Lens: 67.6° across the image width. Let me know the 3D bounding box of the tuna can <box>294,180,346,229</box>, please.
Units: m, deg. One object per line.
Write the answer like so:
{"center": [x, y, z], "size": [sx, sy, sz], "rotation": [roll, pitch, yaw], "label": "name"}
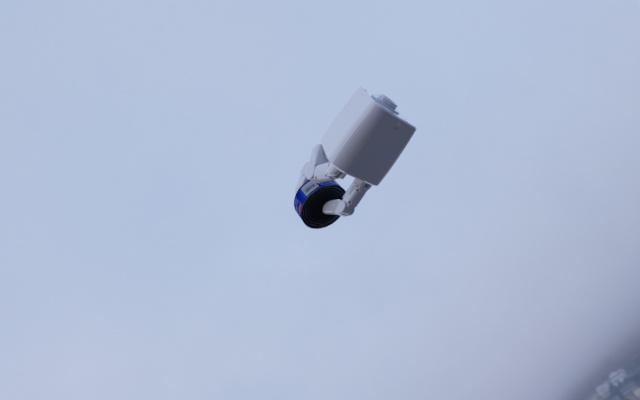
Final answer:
{"center": [0.000, 0.002, 0.783], "size": [0.086, 0.086, 0.033], "rotation": [0, 33, -33], "label": "tuna can"}
